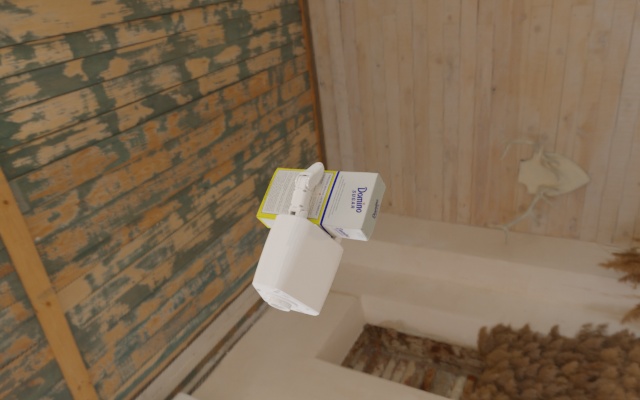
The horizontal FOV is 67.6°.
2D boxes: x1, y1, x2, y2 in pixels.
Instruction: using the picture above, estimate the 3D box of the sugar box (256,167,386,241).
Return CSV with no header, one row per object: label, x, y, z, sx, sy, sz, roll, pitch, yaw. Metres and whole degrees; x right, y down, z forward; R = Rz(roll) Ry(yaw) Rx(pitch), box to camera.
sugar box,0.000,0.003,0.710,0.176,0.093,0.048,7,-26,28
